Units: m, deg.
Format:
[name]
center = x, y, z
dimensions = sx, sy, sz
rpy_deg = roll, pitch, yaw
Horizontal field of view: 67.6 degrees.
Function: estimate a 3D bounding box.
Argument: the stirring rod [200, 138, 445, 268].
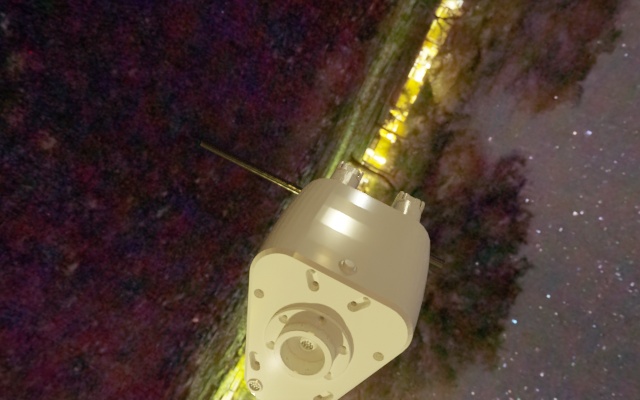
[stirring rod]
center = 0.000, 0.001, 0.426
dimensions = 0.239, 0.011, 0.011
rpy_deg = 27, 2, 4
